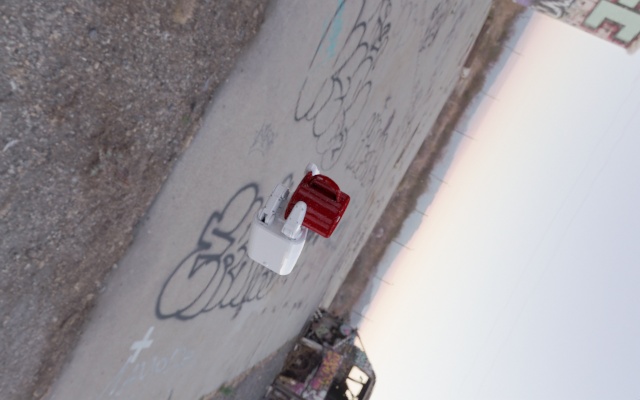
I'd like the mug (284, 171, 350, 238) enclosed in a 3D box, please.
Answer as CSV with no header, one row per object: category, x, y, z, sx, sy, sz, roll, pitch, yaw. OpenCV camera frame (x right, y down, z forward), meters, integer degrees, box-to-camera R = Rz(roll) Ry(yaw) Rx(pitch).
mug,0.001,0.002,0.787,0.081,0.117,0.093,29,48,7
